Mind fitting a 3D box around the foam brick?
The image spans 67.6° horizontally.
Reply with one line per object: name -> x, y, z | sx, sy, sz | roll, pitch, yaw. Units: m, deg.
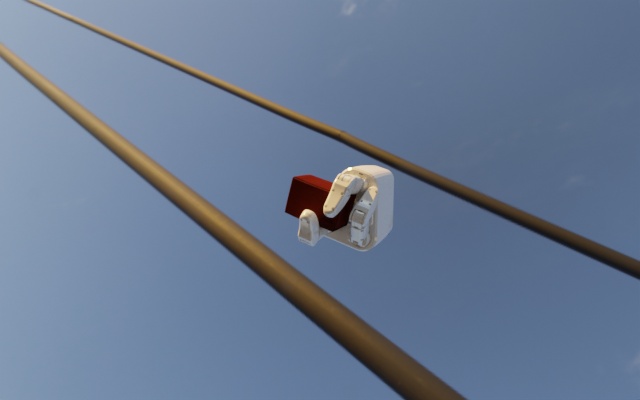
foam brick -> 0.000, 0.002, 0.650 | 0.078, 0.053, 0.051 | 22, 16, 19
